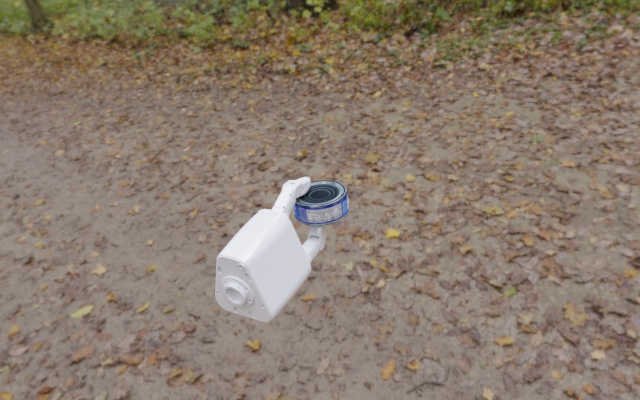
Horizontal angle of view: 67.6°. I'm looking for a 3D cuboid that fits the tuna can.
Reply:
[{"bbox_3d":[0.000,0.002,0.724,0.086,0.034,0.086,-6,28,3],"label":"tuna can"}]
